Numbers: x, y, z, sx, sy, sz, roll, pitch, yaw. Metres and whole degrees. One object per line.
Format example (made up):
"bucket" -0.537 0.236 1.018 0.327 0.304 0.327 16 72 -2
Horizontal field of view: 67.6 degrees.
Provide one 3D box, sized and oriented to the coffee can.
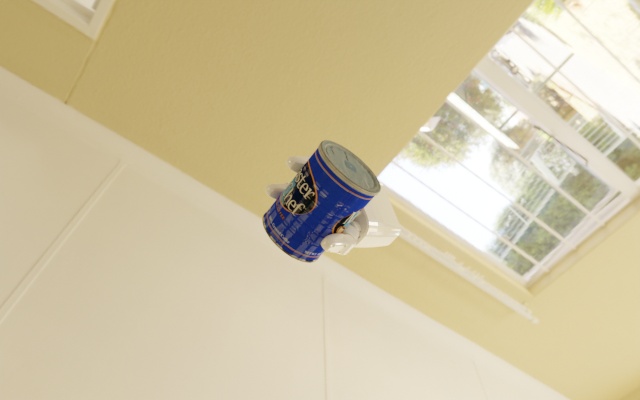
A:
"coffee can" 0.000 0.002 0.664 0.140 0.102 0.103 -50 -25 23
